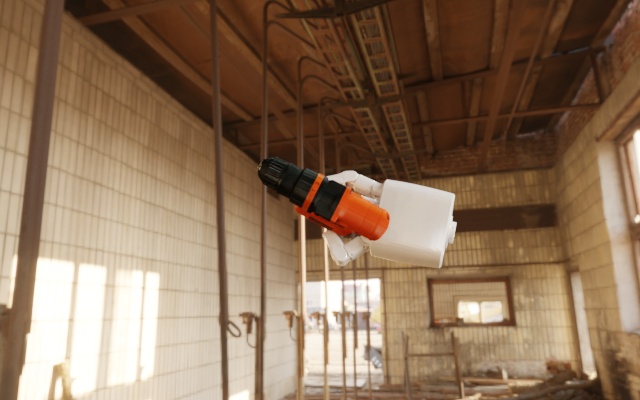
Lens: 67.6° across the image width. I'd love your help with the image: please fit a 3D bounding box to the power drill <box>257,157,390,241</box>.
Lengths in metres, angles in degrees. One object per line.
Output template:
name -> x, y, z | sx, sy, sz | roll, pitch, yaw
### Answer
power drill -> 0.000, 0.002, 0.686 | 0.184, 0.057, 0.187 | 28, -4, 0
